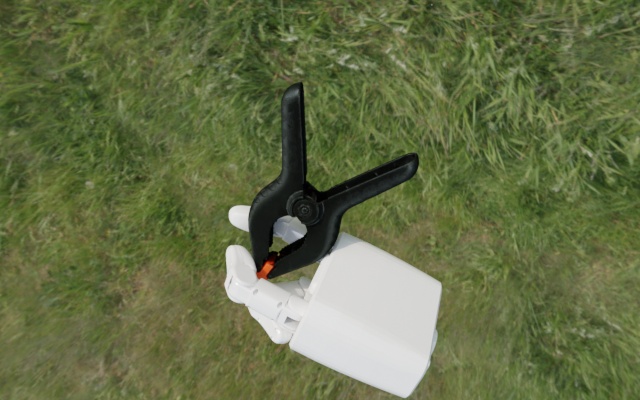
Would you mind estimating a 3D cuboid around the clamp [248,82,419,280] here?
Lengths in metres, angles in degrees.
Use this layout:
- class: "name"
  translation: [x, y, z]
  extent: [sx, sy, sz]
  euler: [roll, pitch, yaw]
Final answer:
- class: "clamp"
  translation: [0.000, 0.002, 0.401]
  extent: [0.120, 0.171, 0.039]
  euler: [25, 25, 3]
